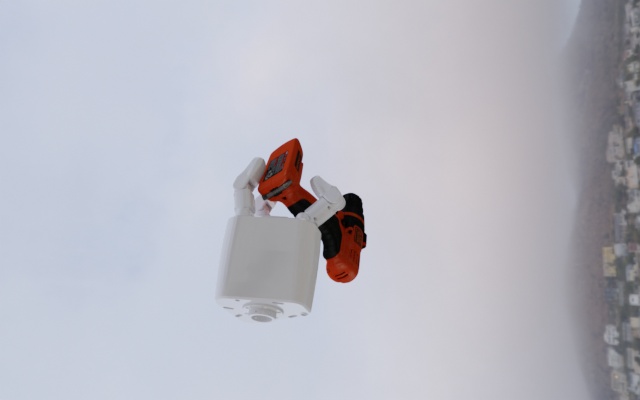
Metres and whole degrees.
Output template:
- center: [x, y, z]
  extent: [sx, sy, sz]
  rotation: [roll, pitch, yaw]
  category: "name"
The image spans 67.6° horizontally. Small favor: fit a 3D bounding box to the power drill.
- center: [0.000, 0.002, 0.689]
  extent: [0.057, 0.188, 0.184]
  rotation: [-31, 26, 25]
  category: "power drill"
